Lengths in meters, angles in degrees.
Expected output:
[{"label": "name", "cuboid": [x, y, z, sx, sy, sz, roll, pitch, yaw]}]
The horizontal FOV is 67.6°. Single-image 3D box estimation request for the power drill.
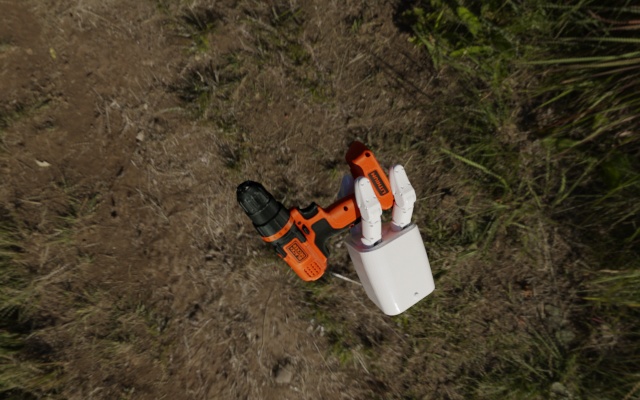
[{"label": "power drill", "cuboid": [0.001, 0.002, 0.661, 0.187, 0.184, 0.057, -36, 32, 0]}]
